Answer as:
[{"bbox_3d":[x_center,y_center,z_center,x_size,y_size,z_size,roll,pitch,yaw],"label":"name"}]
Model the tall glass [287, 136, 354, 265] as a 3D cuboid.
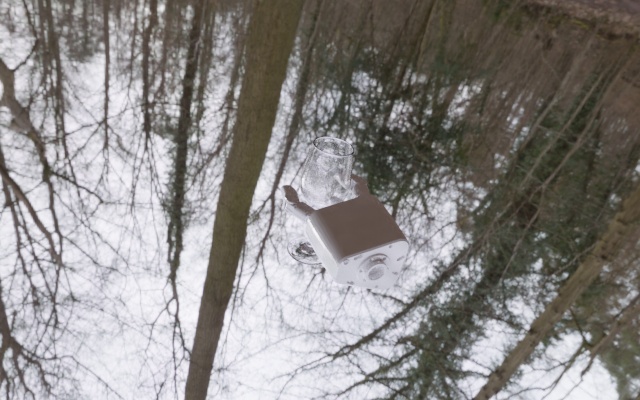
[{"bbox_3d":[0.000,0.003,0.751,0.079,0.201,0.079,10,31,-6],"label":"tall glass"}]
